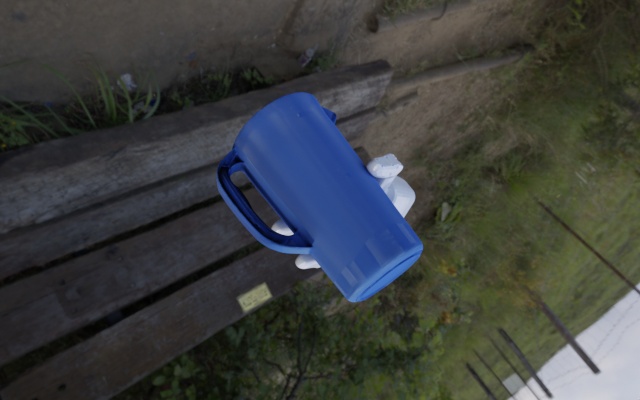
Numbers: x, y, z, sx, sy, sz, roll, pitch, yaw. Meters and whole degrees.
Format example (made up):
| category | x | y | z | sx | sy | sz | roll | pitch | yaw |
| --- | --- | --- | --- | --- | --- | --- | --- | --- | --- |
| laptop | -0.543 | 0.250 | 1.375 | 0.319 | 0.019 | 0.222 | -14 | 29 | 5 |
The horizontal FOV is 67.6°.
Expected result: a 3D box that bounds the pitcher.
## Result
| category | x | y | z | sx | sy | sz | roll | pitch | yaw |
| --- | --- | --- | --- | --- | --- | --- | --- | --- | --- |
| pitcher | 0.000 | 0.002 | 0.576 | 0.149 | 0.242 | 0.145 | -43 | -19 | 17 |
